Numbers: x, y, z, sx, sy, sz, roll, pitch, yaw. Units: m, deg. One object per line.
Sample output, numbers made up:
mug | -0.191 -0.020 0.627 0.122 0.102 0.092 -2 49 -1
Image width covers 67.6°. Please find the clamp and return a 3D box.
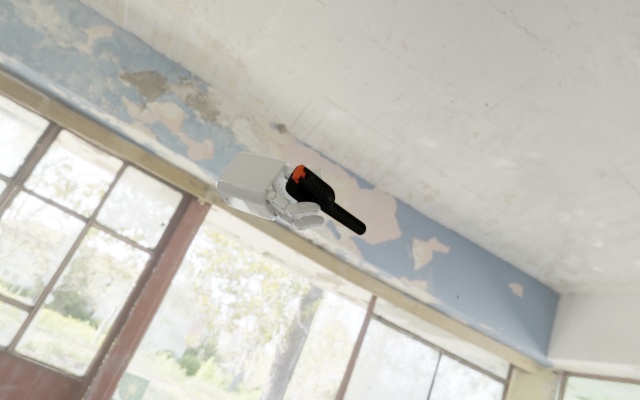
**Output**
clamp | 0.000 0.002 0.883 0.164 0.036 0.210 14 -23 17
